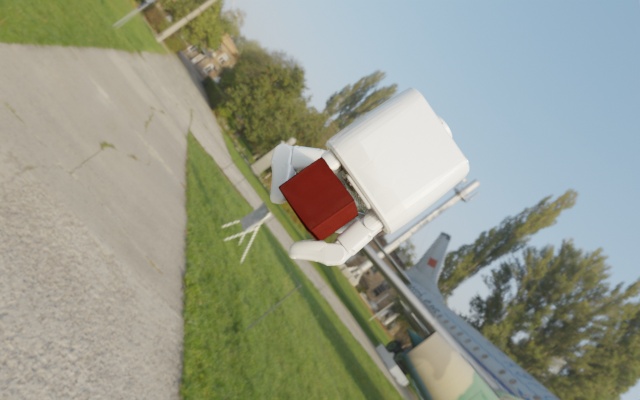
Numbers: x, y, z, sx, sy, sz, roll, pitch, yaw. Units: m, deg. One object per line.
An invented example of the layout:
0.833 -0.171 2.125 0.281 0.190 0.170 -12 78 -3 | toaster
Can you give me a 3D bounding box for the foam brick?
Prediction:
0.000 0.002 0.465 0.051 0.053 0.078 -35 -14 -1 | foam brick
